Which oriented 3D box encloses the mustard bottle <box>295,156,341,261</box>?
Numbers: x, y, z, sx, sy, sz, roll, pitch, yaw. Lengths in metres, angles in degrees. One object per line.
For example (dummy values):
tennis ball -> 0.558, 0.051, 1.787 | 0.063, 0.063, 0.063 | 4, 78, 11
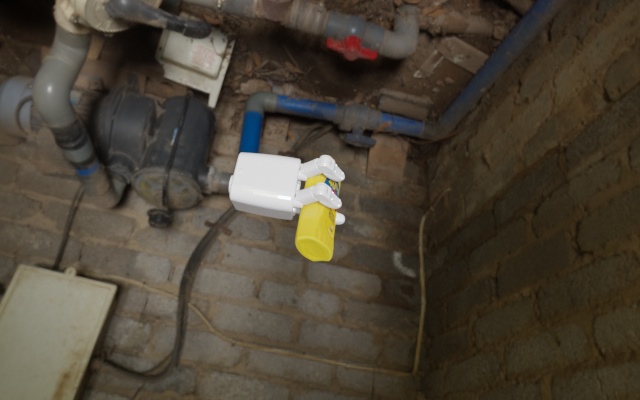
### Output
mustard bottle -> 0.000, 0.003, 0.837 | 0.058, 0.191, 0.096 | -4, -32, 20
